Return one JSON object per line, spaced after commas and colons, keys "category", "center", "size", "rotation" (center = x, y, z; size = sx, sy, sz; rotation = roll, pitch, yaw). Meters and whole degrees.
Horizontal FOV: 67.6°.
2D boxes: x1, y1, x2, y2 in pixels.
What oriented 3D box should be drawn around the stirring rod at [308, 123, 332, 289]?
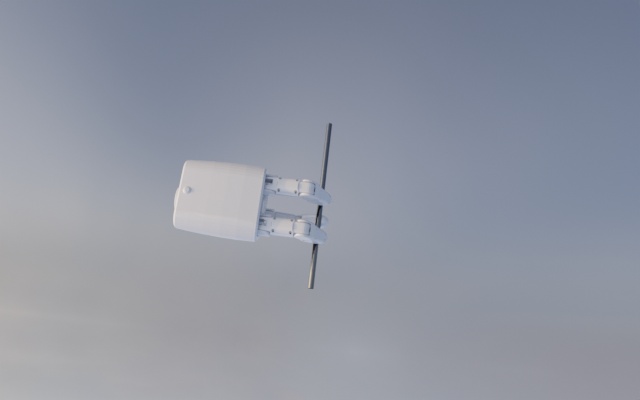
{"category": "stirring rod", "center": [0.000, 0.002, 0.666], "size": [0.011, 0.239, 0.011], "rotation": [6, -17, 2]}
